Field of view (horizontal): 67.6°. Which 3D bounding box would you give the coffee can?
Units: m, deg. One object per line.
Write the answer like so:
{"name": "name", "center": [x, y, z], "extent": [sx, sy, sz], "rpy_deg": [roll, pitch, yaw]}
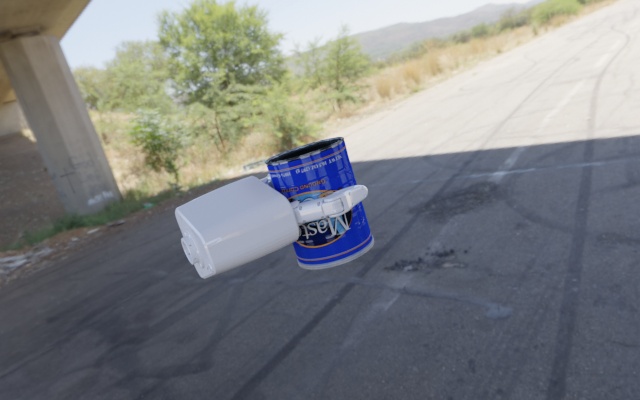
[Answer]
{"name": "coffee can", "center": [0.000, 0.002, 0.603], "extent": [0.103, 0.140, 0.102], "rpy_deg": [-16, 13, 4]}
